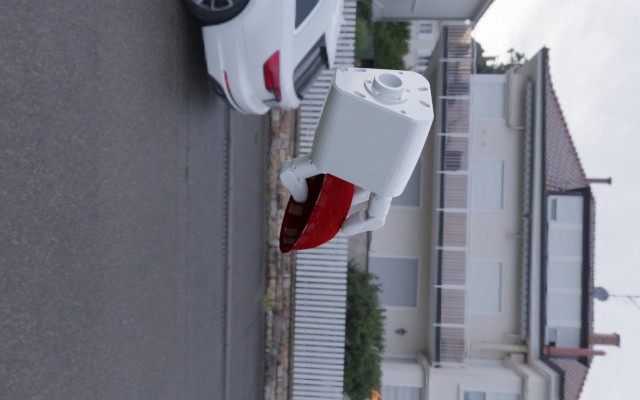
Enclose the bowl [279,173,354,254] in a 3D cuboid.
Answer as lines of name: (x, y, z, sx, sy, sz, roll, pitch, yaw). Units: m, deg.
bowl: (0.000, 0.003, 0.638, 0.055, 0.162, 0.162, 21, -6, -15)
